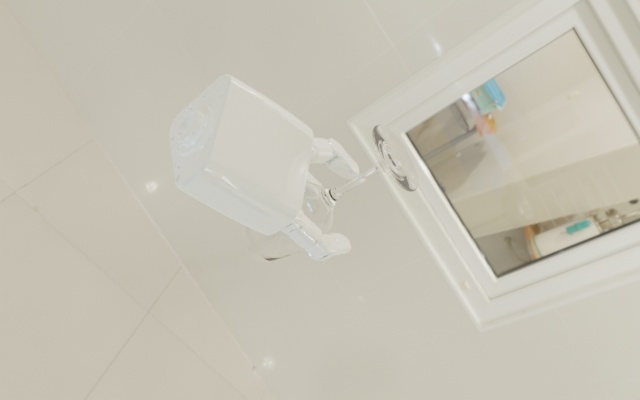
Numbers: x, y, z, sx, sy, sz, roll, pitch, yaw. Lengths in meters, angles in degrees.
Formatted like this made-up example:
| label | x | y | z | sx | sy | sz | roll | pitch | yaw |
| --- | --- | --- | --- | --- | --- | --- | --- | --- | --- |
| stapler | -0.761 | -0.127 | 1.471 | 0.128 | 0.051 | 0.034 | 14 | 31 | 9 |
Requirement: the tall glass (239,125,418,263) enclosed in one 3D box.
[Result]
| label | x | y | z | sx | sy | sz | roll | pitch | yaw |
| --- | --- | --- | --- | --- | --- | --- | --- | --- | --- |
| tall glass | 0.001 | 0.001 | 0.516 | 0.201 | 0.079 | 0.079 | -31 | -17 | 30 |
